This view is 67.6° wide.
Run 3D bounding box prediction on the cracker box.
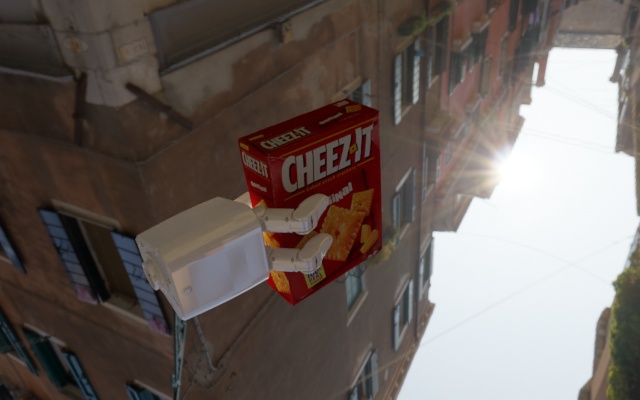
[{"bbox_3d":[0.000,0.002,0.600,0.164,0.214,0.072,-27,38,-30],"label":"cracker box"}]
